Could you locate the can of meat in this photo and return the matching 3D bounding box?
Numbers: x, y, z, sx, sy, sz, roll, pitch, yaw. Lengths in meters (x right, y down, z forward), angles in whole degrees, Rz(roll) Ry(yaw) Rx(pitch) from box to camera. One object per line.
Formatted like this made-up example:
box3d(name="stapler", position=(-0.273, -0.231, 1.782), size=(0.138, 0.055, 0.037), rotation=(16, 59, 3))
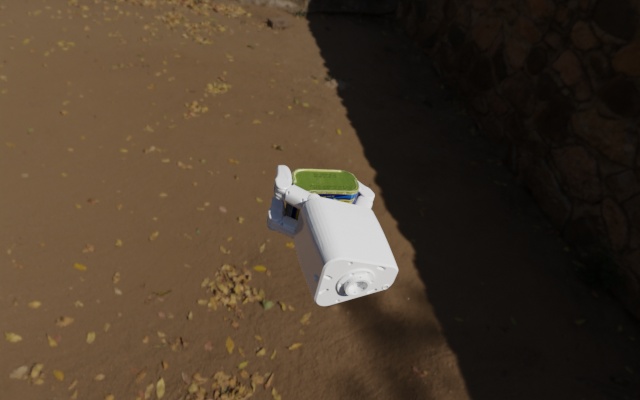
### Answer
box3d(name="can of meat", position=(0.000, 0.002, 0.698), size=(0.102, 0.084, 0.057), rotation=(0, 41, -16))
